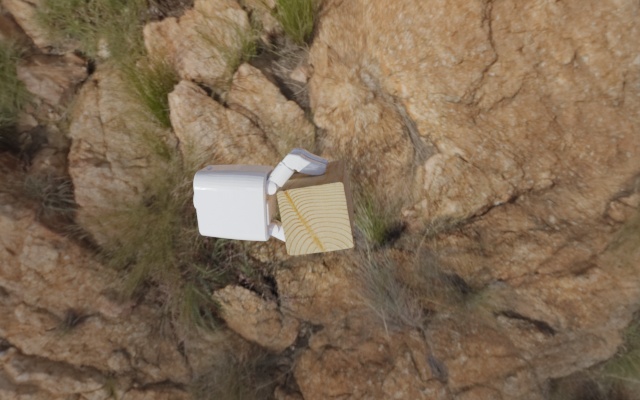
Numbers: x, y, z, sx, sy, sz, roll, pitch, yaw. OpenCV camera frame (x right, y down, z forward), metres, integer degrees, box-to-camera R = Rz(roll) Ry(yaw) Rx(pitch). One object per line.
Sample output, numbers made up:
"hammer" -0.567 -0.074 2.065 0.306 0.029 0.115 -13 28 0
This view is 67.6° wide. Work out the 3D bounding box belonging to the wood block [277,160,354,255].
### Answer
"wood block" 0.000 0.003 0.716 0.090 0.091 0.206 -8 12 6
